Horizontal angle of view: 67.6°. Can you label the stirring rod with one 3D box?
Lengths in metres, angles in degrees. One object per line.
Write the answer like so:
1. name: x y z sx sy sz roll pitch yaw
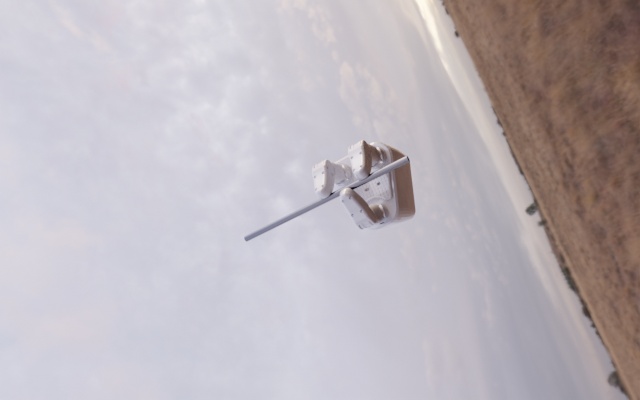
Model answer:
1. stirring rod: 0.000 0.002 0.586 0.239 0.011 0.011 -26 -11 23
